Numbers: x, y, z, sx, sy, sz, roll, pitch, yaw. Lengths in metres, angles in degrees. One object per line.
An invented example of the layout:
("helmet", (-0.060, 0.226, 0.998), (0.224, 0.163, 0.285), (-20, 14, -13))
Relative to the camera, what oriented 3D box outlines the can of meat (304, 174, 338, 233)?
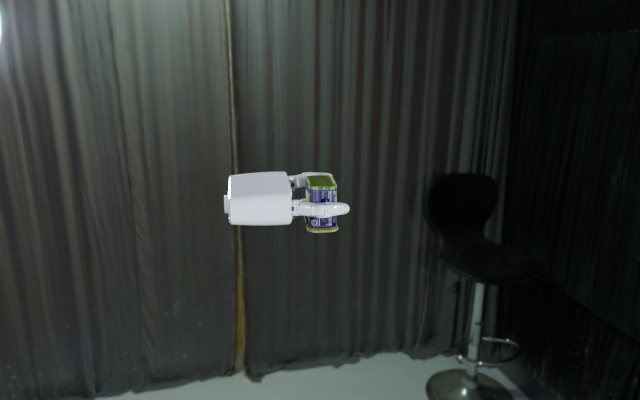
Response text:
("can of meat", (0.000, 0.003, 0.881), (0.057, 0.084, 0.102), (-2, 16, -6))
